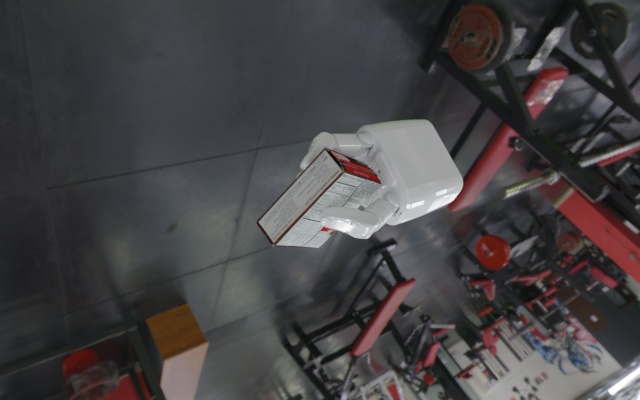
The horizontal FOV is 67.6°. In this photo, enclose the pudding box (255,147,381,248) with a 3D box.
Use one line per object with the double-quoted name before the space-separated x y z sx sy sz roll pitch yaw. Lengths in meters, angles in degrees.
"pudding box" 0.000 0.002 0.506 0.039 0.113 0.090 51 19 26
